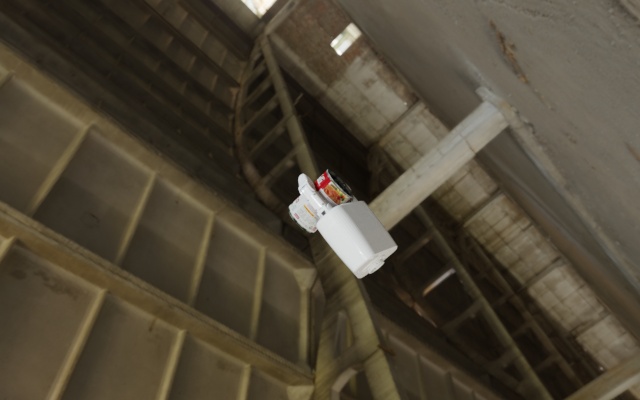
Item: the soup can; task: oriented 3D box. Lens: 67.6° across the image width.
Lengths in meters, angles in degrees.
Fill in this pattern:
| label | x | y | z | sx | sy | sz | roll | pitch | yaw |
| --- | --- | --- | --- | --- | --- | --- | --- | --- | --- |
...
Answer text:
| label | x | y | z | sx | sy | sz | roll | pitch | yaw |
| --- | --- | --- | --- | --- | --- | --- | --- | --- | --- |
| soup can | 0.000 | 0.003 | 0.859 | 0.102 | 0.068 | 0.068 | -43 | -13 | 14 |
